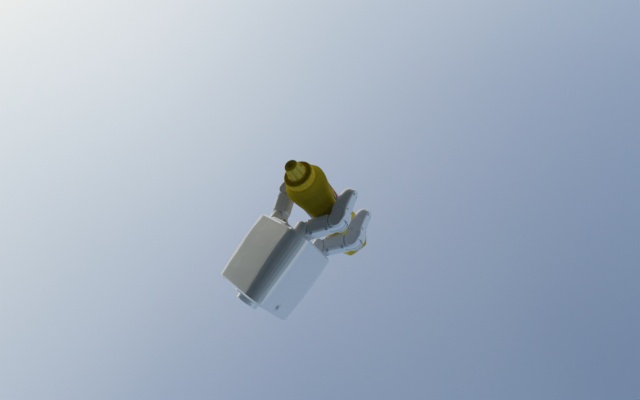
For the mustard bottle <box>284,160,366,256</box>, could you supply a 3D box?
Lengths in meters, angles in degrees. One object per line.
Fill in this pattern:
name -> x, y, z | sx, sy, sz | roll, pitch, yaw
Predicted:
mustard bottle -> 0.000, 0.002, 0.678 | 0.058, 0.096, 0.192 | -35, -39, 4
